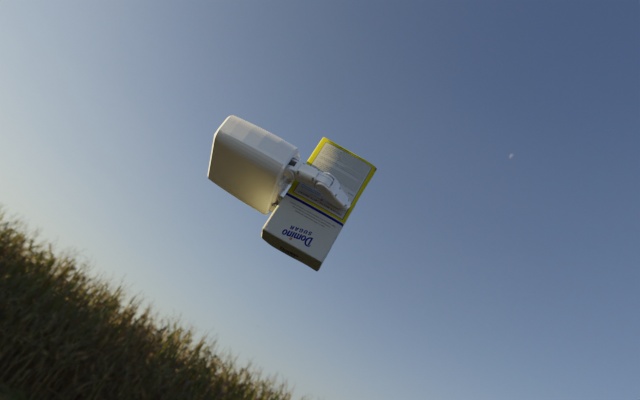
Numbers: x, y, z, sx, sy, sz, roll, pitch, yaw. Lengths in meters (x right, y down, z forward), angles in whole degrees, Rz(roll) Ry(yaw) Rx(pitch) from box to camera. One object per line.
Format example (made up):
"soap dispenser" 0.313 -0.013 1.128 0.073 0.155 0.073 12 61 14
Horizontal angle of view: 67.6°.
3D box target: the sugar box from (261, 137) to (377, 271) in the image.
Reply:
"sugar box" 0.000 0.002 0.675 0.093 0.176 0.048 30 -26 5
